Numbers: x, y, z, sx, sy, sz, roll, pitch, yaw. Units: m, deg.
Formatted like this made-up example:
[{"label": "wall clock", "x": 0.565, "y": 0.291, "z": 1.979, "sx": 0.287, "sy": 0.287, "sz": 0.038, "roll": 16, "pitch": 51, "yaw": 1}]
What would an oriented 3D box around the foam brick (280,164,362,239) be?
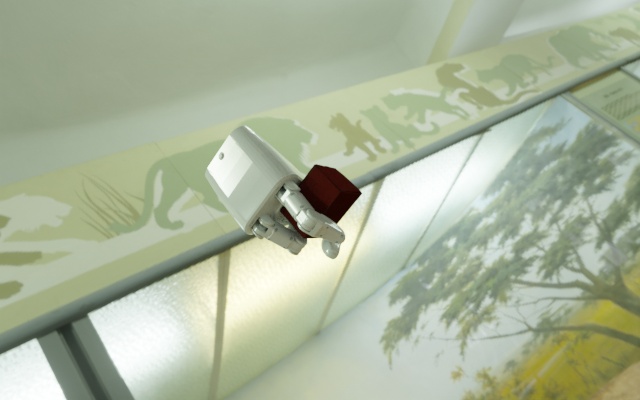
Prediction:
[{"label": "foam brick", "x": 0.000, "y": 0.002, "z": 0.582, "sx": 0.051, "sy": 0.078, "sz": 0.053, "roll": 48, "pitch": 21, "yaw": 25}]
